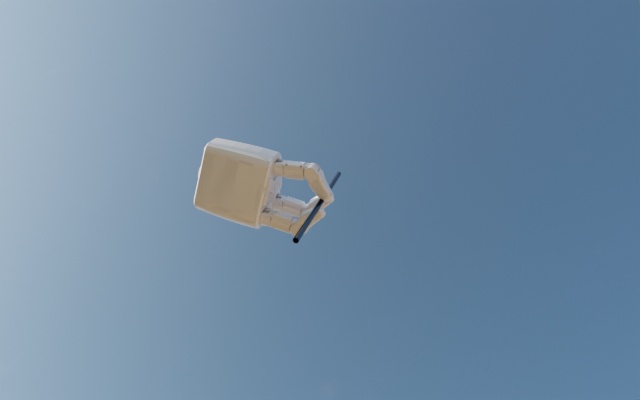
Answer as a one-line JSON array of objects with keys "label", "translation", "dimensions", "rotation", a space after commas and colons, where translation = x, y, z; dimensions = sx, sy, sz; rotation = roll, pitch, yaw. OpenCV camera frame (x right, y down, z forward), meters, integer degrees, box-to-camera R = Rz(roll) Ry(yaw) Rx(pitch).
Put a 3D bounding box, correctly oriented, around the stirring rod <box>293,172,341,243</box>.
[{"label": "stirring rod", "translation": [0.000, 0.002, 0.693], "dimensions": [0.011, 0.011, 0.239], "rotation": [0, 23, 16]}]
